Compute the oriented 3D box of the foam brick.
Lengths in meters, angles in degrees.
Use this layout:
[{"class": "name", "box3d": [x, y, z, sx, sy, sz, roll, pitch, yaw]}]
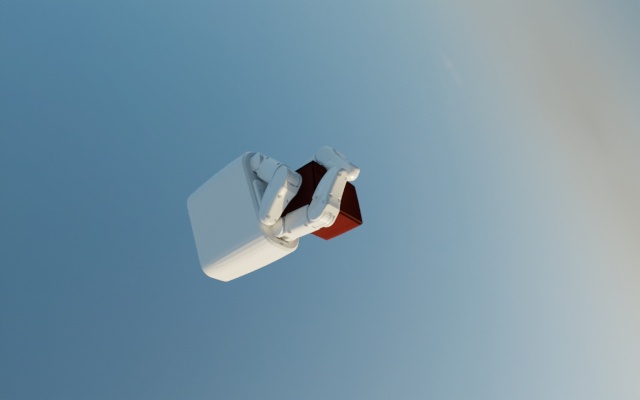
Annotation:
[{"class": "foam brick", "box3d": [0.000, 0.002, 0.524, 0.051, 0.053, 0.078, -30, -39, 30]}]
